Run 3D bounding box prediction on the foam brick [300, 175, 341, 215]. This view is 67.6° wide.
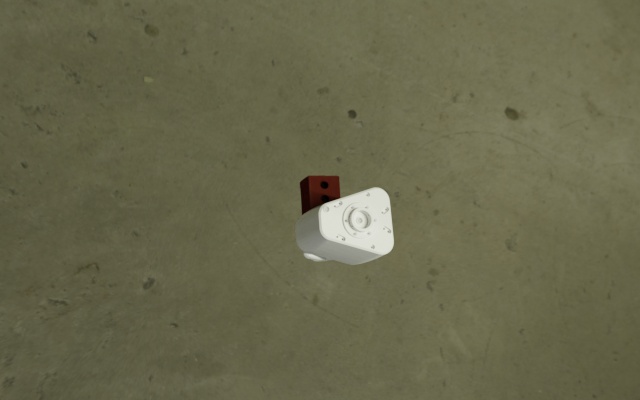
[{"bbox_3d":[0.000,0.002,0.756,0.053,0.078,0.051,0,-12,-18],"label":"foam brick"}]
